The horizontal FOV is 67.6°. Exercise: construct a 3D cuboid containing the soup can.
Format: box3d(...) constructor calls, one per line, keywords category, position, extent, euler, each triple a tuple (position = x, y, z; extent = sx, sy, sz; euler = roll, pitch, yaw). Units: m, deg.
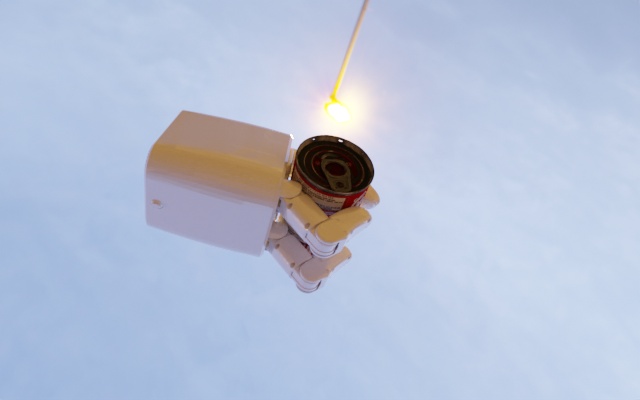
box3d(category="soup can", position=(0.000, 0.002, 0.431), extent=(0.068, 0.068, 0.102), euler=(0, -41, -19))
